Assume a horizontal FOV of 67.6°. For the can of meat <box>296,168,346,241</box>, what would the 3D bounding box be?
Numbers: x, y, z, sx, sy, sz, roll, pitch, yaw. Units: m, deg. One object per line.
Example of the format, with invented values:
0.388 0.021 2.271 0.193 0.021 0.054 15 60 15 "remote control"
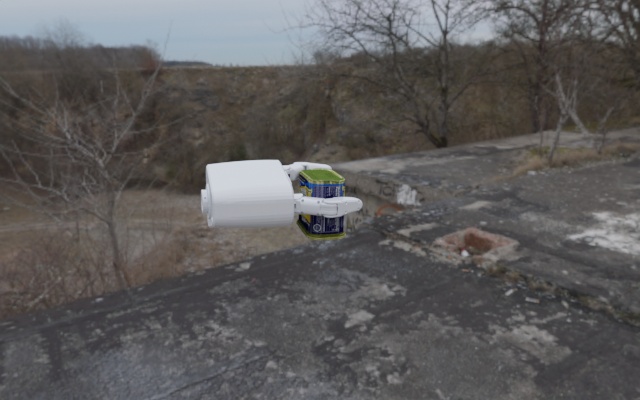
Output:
0.000 0.002 0.693 0.057 0.084 0.102 -2 14 -14 "can of meat"
